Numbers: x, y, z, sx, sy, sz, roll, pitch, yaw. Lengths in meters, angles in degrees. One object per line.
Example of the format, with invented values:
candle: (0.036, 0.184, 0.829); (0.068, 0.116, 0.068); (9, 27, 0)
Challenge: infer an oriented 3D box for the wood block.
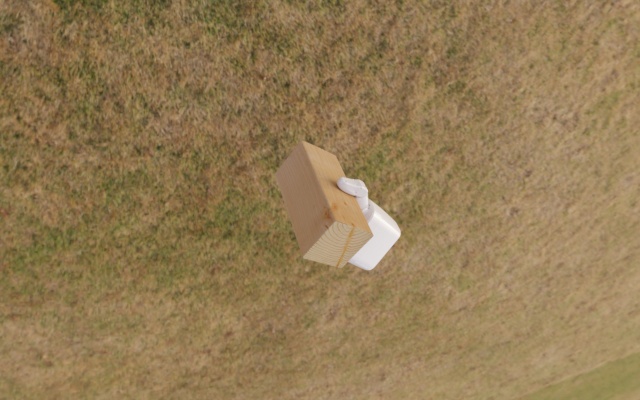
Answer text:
wood block: (0.001, 0.003, 0.832); (0.090, 0.206, 0.091); (21, -58, -37)
